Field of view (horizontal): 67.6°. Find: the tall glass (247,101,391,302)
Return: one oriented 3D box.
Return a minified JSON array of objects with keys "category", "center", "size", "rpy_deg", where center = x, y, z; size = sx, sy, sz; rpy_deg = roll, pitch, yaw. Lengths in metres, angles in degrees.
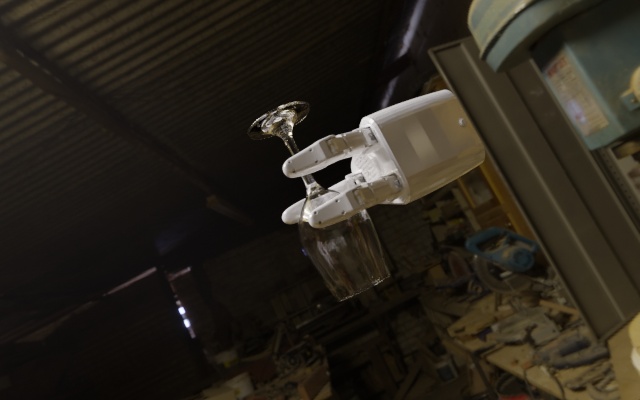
[{"category":"tall glass","center":[0.000,0.001,0.499],"size":[0.079,0.201,0.079],"rpy_deg":[-26,-8,-4]}]
